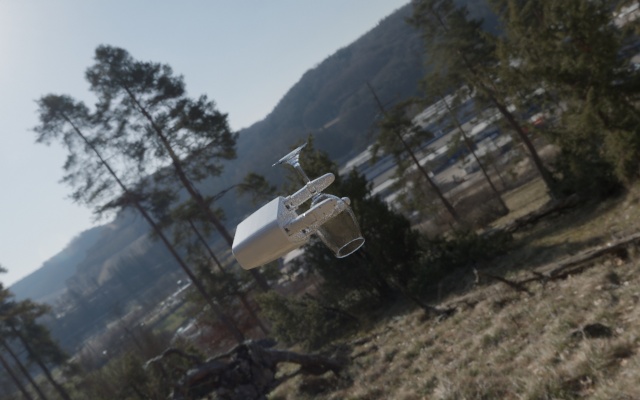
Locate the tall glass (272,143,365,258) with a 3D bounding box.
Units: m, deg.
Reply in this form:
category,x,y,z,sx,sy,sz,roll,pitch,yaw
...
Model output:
category,x,y,z,sx,sy,sz,roll,pitch,yaw
tall glass,0.000,0.002,0.841,0.079,0.201,0.079,-33,8,5
